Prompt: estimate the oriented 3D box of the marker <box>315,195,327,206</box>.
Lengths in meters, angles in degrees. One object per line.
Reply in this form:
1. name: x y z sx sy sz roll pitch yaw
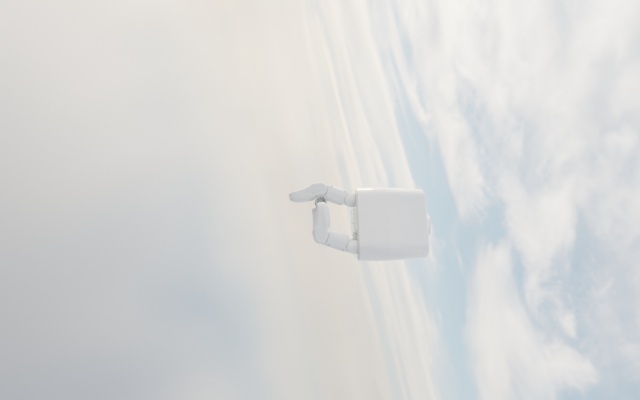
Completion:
1. marker: 0.000 0.003 0.776 0.020 0.020 0.121 0 -2 -1
